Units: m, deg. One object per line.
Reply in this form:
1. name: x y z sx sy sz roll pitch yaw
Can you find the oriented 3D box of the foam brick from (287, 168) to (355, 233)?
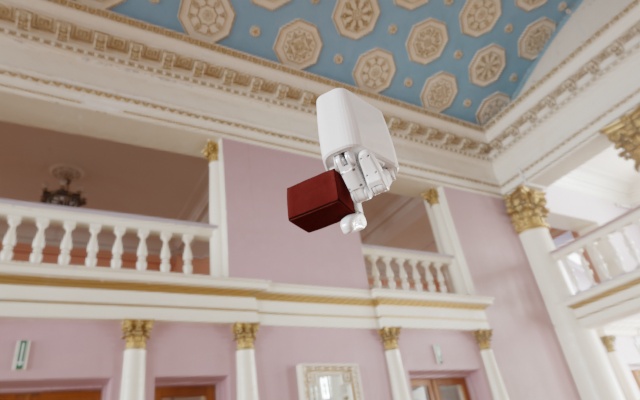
1. foam brick: 0.000 0.002 0.649 0.078 0.051 0.053 -22 -33 21
